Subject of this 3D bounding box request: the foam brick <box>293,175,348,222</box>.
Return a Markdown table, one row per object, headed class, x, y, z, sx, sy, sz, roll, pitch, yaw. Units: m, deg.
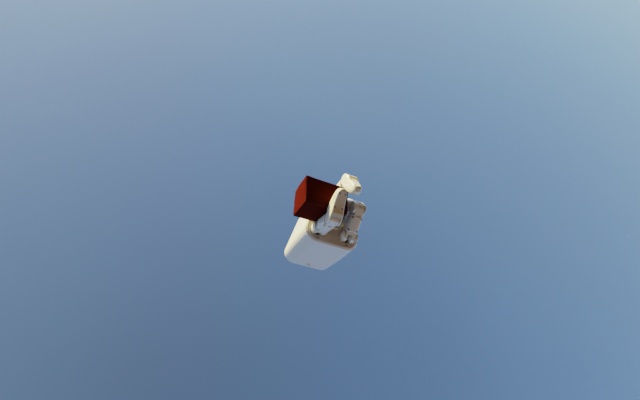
| class | x | y | z | sx | sy | sz | roll | pitch | yaw |
| --- | --- | --- | --- | --- | --- | --- | --- | --- | --- |
| foam brick | 0.000 | 0.002 | 0.789 | 0.078 | 0.053 | 0.051 | 18 | -36 | -20 |
